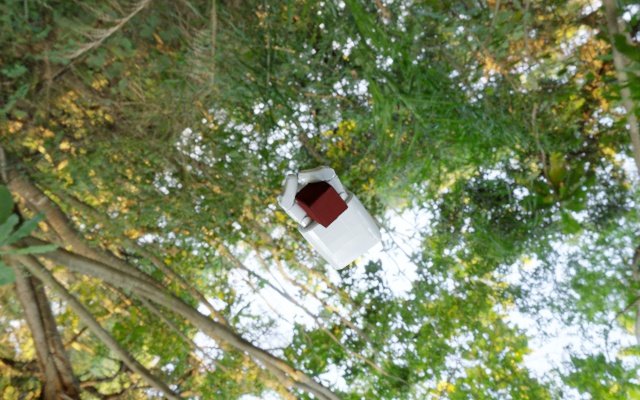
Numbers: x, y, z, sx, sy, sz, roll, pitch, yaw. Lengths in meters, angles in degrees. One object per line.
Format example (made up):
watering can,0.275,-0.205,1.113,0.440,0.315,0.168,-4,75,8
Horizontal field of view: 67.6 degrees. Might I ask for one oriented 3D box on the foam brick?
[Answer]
foam brick,0.000,0.003,0.789,0.053,0.051,0.078,-42,24,-8
